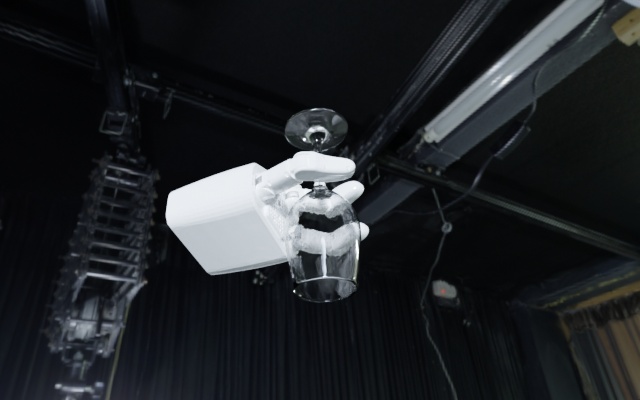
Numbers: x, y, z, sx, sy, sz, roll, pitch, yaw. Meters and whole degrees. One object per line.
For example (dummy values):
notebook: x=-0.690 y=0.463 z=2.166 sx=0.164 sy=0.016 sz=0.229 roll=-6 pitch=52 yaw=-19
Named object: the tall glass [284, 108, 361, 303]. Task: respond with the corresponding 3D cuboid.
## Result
tall glass: x=0.000 y=0.001 z=0.503 sx=0.079 sy=0.201 sz=0.079 roll=-3 pitch=-33 yaw=-2
